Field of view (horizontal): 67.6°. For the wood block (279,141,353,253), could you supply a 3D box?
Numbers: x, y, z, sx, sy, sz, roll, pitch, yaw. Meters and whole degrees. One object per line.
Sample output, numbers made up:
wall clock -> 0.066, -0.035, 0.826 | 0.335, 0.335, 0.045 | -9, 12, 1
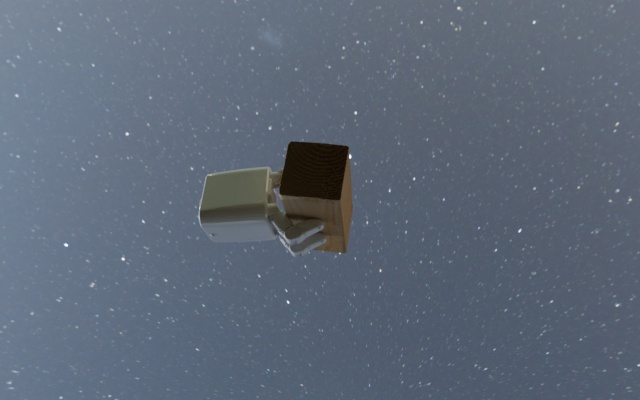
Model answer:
wood block -> 0.000, 0.002, 0.758 | 0.090, 0.090, 0.206 | 5, -25, 8
